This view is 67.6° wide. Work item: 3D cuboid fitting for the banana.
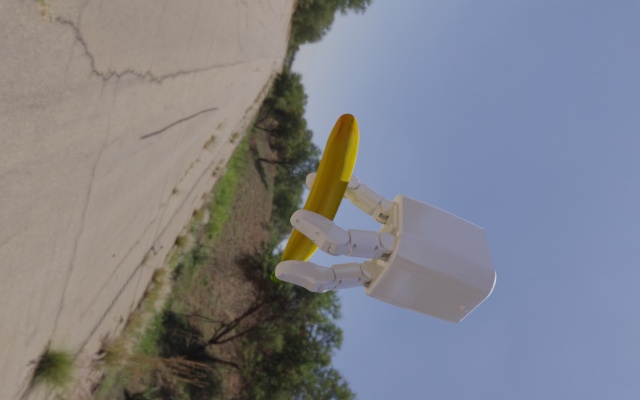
[{"bbox_3d":[0.003,-0.002,0.498,0.037,0.198,0.069,24,23,4],"label":"banana"}]
